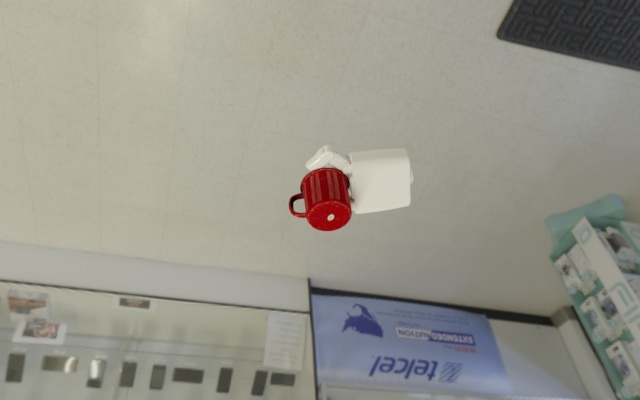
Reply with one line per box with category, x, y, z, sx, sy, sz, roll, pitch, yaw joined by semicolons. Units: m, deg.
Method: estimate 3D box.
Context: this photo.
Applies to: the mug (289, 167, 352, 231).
mug;-0.001;0.003;0.862;0.117;0.081;0.093;-8;-44;0
